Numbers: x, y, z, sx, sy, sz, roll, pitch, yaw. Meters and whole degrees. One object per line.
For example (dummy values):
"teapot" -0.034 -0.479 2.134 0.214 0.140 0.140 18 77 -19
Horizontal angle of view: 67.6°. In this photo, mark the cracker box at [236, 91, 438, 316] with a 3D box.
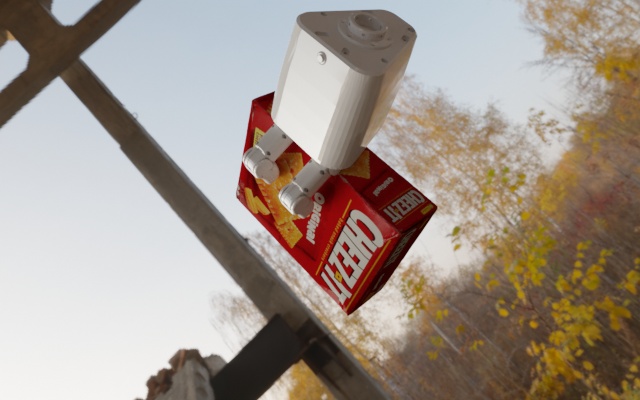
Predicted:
"cracker box" 0.000 0.002 0.537 0.072 0.213 0.164 -30 -25 -36
